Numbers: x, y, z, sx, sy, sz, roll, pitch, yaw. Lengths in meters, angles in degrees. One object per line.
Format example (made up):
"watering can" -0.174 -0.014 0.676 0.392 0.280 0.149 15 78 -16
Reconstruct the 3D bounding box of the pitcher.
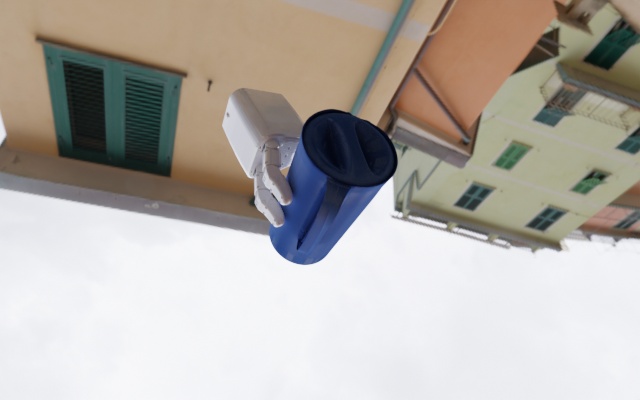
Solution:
"pitcher" 0.000 0.002 0.695 0.149 0.145 0.243 -18 -27 -33
